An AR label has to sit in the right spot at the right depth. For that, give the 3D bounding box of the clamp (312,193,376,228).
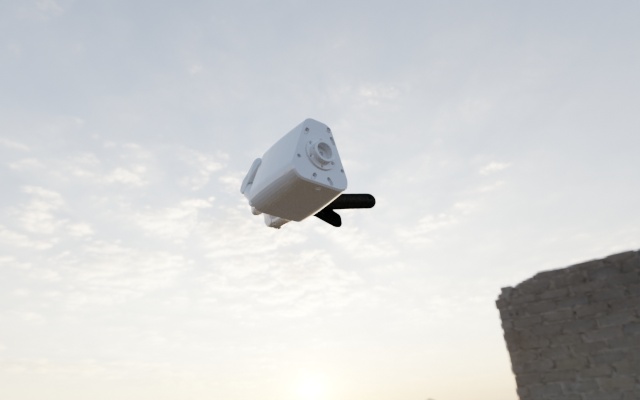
[{"bbox_3d":[0.000,0.002,0.766,0.171,0.039,0.120,14,-33,-35],"label":"clamp"}]
